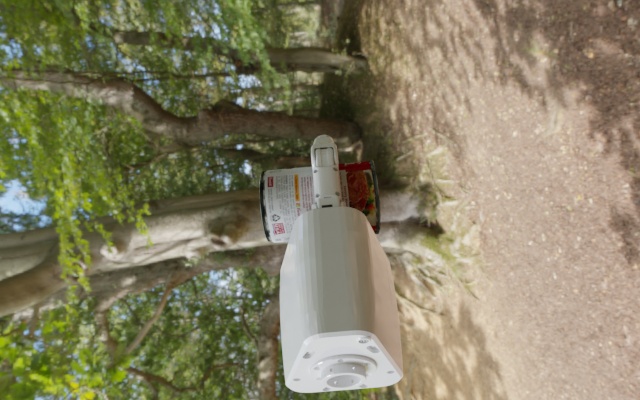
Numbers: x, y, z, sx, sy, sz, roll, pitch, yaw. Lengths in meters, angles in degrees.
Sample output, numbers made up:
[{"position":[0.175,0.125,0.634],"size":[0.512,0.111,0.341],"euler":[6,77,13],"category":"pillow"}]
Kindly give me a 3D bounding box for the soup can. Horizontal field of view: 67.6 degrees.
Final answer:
[{"position":[0.000,0.001,0.438],"size":[0.102,0.068,0.068],"euler":[-5,0,1],"category":"soup can"}]
